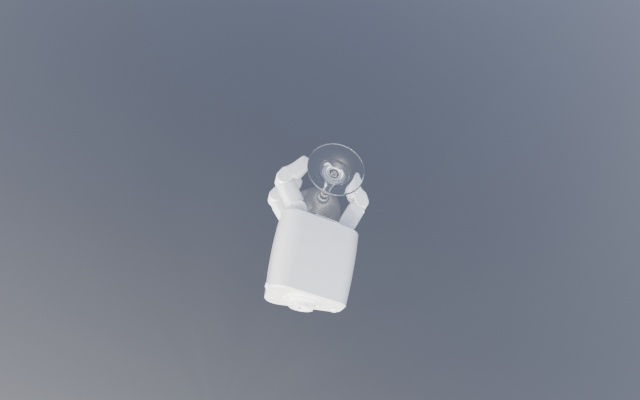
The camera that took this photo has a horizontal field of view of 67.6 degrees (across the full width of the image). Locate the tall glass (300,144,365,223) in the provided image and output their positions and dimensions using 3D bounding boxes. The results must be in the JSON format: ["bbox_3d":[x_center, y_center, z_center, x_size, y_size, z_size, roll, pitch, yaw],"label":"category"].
[{"bbox_3d":[0.000,0.002,0.687,0.079,0.079,0.201,0,-25,-13],"label":"tall glass"}]
